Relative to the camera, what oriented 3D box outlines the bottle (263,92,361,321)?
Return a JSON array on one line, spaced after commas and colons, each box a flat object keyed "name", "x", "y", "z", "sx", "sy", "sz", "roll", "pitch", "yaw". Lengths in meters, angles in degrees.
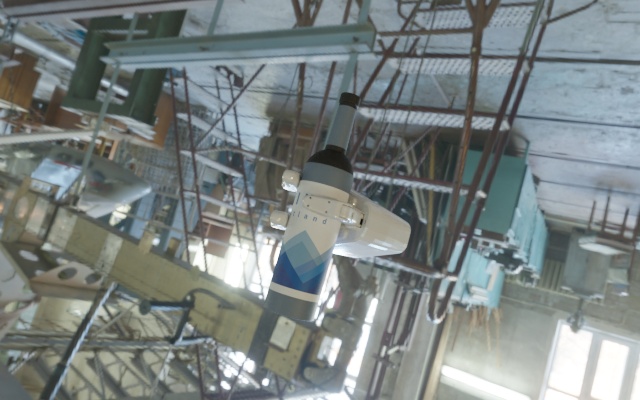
[{"name": "bottle", "x": 0.000, "y": 0.002, "z": 0.619, "sx": 0.069, "sy": 0.295, "sz": 0.069, "roll": 16, "pitch": -6, "yaw": 2}]
